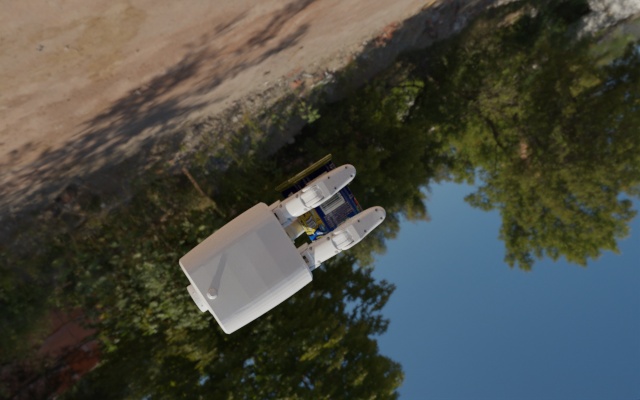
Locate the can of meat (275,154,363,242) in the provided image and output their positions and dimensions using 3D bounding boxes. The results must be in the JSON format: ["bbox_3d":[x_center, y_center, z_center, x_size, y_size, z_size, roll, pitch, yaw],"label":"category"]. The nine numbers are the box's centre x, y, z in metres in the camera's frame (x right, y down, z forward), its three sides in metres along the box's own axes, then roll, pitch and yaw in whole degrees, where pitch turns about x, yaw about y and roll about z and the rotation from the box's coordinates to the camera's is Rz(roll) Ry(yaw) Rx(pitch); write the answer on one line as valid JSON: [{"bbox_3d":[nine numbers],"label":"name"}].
[{"bbox_3d":[0.000,0.002,0.552,0.057,0.084,0.102,-34,4,-17],"label":"can of meat"}]
